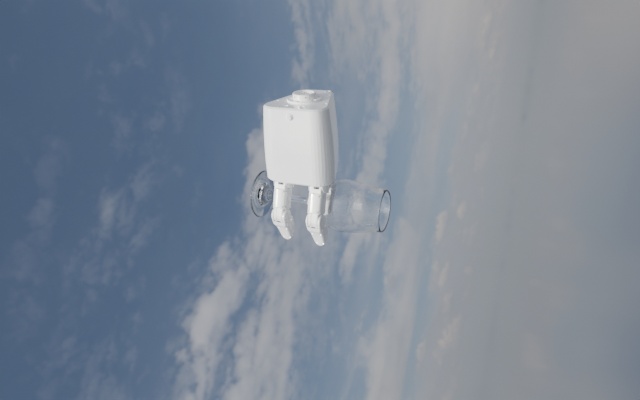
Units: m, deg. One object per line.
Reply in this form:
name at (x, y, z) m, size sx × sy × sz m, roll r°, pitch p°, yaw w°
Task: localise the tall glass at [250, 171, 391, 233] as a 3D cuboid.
tall glass at (0.000, 0.002, 0.715) m, size 0.201 × 0.079 × 0.079 m, roll 8°, pitch 3°, yaw 22°
